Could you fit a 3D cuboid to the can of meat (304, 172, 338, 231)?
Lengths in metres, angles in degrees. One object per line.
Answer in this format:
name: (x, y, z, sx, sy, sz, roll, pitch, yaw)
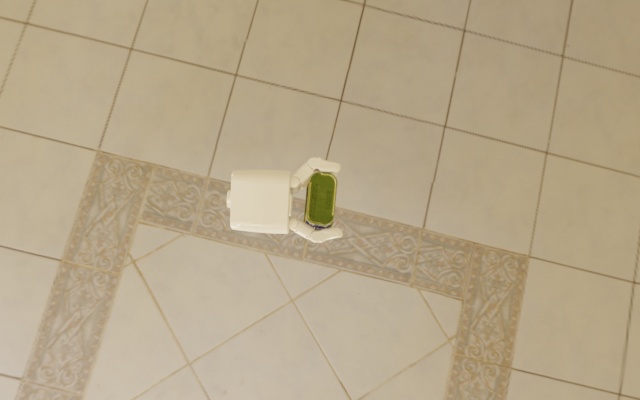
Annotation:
can of meat: (0.000, 0.003, 0.890, 0.057, 0.102, 0.084, 5, -10, -2)
